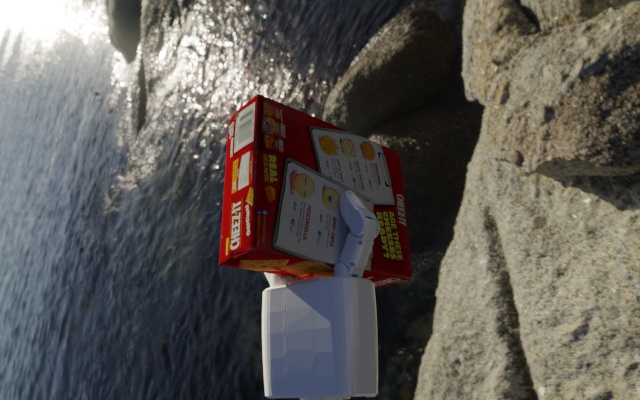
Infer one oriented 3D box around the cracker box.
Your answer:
[{"bbox_3d":[0.000,0.002,0.525,0.214,0.164,0.072,16,-28,-38],"label":"cracker box"}]
